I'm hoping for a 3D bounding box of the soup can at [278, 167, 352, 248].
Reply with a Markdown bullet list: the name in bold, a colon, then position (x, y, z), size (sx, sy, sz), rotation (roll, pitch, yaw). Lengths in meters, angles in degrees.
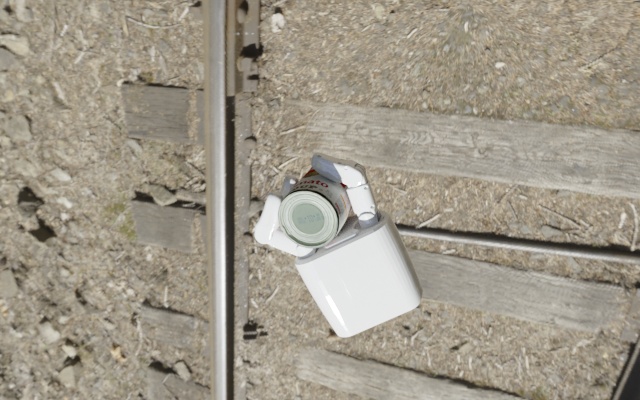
- **soup can**: position (0.000, 0.001, 0.530), size (0.068, 0.068, 0.102), rotation (0, 22, 17)
